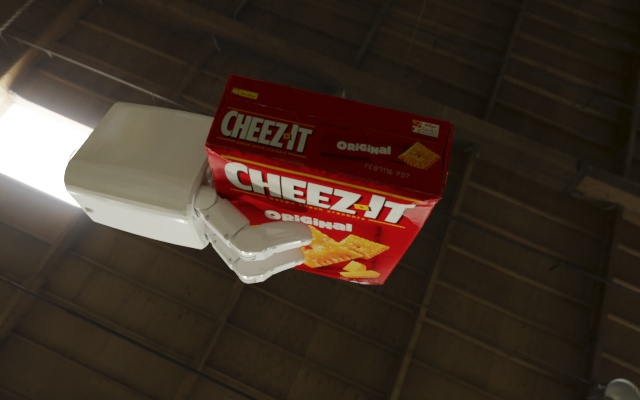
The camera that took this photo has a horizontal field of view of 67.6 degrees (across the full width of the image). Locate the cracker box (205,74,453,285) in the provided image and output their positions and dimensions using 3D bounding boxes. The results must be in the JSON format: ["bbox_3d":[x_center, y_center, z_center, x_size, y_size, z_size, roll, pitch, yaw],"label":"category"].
[{"bbox_3d":[0.000,0.001,0.416,0.164,0.072,0.214,12,-25,2],"label":"cracker box"}]
